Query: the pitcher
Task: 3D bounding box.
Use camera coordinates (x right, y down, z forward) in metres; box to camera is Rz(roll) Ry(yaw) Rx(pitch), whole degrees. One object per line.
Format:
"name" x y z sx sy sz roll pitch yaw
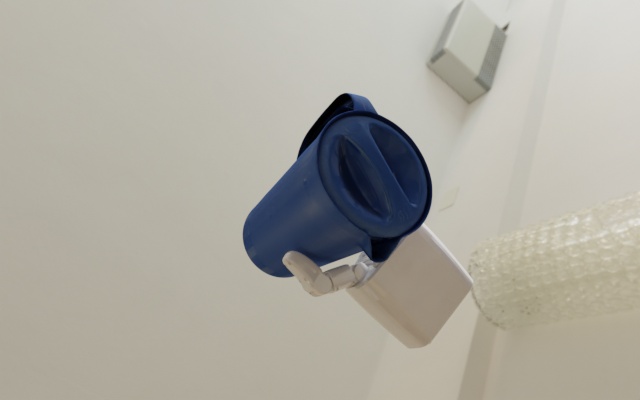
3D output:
"pitcher" 0.000 0.002 0.549 0.149 0.145 0.243 -49 8 -35
